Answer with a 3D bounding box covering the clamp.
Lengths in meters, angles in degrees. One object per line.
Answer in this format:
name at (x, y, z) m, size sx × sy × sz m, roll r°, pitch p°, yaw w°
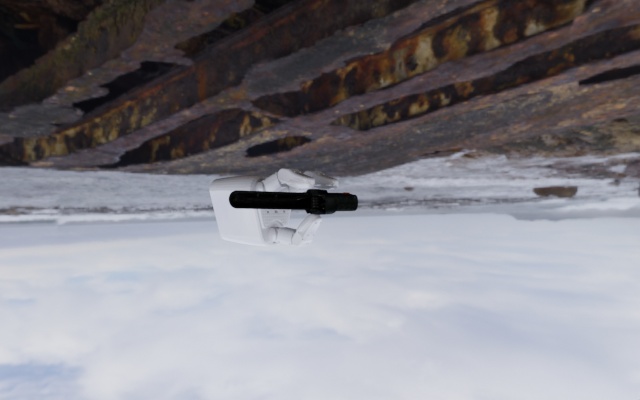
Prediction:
clamp at (0.000, 0.003, 0.679) m, size 0.164 × 0.036 × 0.210 m, roll 4°, pitch 2°, yaw 38°
